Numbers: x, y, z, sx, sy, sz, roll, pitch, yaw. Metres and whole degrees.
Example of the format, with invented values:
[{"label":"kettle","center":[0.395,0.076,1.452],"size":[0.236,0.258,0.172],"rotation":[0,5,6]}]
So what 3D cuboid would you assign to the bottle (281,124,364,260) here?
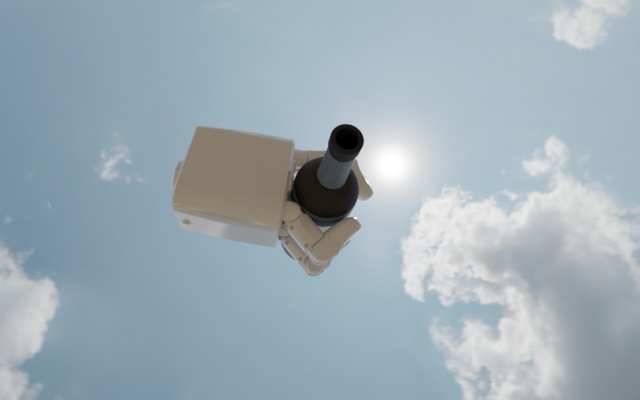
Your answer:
[{"label":"bottle","center":[0.000,0.002,0.510],"size":[0.069,0.069,0.296],"rotation":[0,-20,-9]}]
